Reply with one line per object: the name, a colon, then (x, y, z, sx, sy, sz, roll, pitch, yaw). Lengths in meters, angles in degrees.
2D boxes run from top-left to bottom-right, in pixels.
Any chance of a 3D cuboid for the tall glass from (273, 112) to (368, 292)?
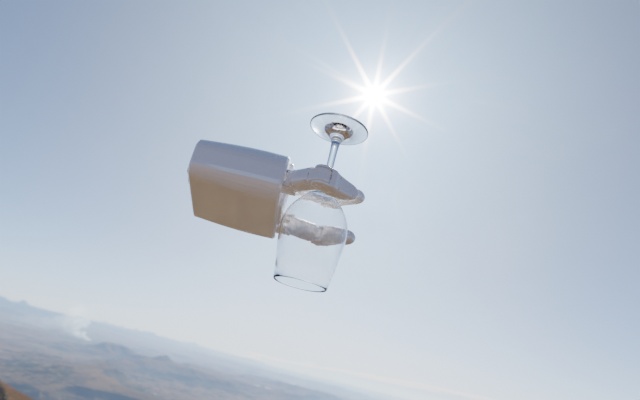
tall glass: (0.000, 0.001, 0.559, 0.079, 0.201, 0.079, 12, -20, 5)
